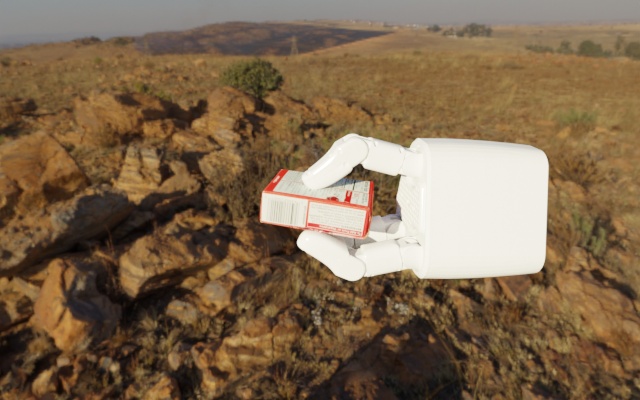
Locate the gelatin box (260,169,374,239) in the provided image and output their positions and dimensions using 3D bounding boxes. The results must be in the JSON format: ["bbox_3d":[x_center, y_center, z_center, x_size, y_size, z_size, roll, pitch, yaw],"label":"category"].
[{"bbox_3d":[0.000,0.001,0.408,0.089,0.030,0.073,9,19,4],"label":"gelatin box"}]
